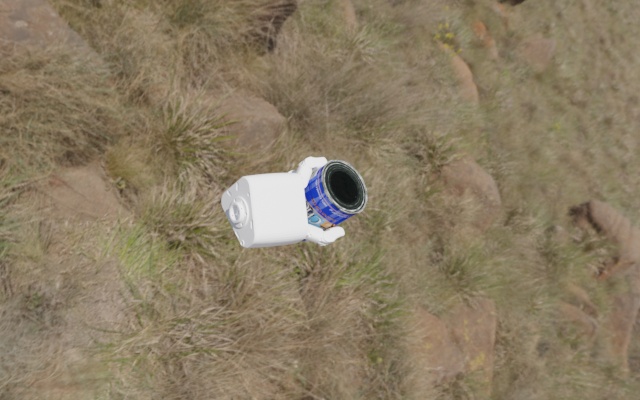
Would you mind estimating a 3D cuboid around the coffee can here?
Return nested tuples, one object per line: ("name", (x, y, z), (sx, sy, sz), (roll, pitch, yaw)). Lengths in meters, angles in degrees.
("coffee can", (0.000, 0.003, 0.861), (0.103, 0.102, 0.140), (0, -23, -42))
